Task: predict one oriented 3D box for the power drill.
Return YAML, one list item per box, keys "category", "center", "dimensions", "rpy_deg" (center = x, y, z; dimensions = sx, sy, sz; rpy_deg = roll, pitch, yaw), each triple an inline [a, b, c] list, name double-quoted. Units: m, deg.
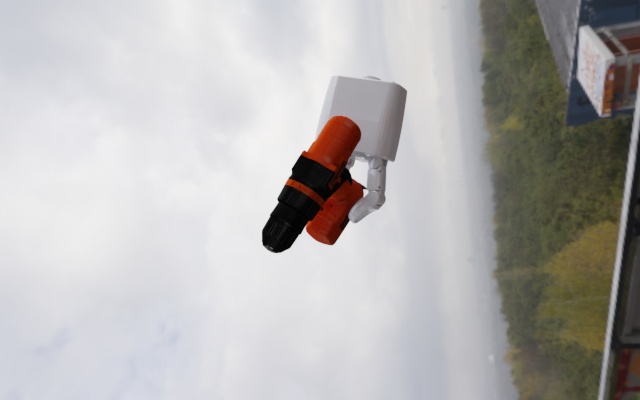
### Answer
- category: "power drill"
  center: [0.000, 0.002, 0.628]
  dimensions: [0.057, 0.184, 0.188]
  rpy_deg: [30, -10, 16]
